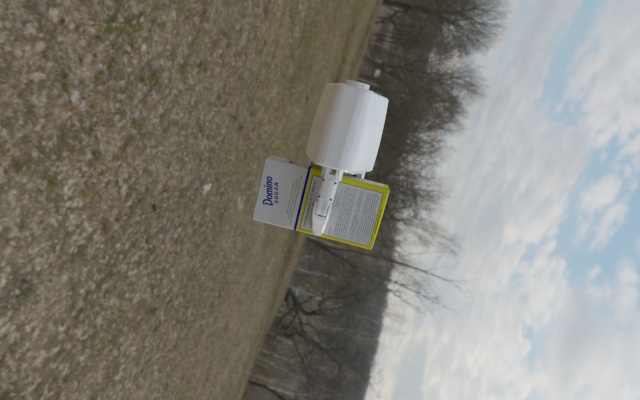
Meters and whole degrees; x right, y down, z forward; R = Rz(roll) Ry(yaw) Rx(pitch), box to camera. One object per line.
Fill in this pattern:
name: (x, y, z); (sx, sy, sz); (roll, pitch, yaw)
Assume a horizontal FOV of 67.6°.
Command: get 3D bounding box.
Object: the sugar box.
sugar box: (0.000, 0.002, 0.676); (0.176, 0.093, 0.048); (16, 11, 5)
